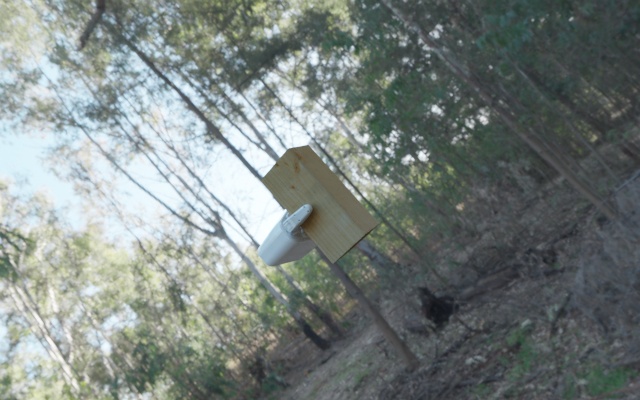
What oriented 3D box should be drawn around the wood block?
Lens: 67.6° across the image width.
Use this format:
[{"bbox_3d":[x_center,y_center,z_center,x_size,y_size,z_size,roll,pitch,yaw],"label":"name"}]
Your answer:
[{"bbox_3d":[0.000,0.003,0.891,0.090,0.206,0.091,-45,-9,25],"label":"wood block"}]
